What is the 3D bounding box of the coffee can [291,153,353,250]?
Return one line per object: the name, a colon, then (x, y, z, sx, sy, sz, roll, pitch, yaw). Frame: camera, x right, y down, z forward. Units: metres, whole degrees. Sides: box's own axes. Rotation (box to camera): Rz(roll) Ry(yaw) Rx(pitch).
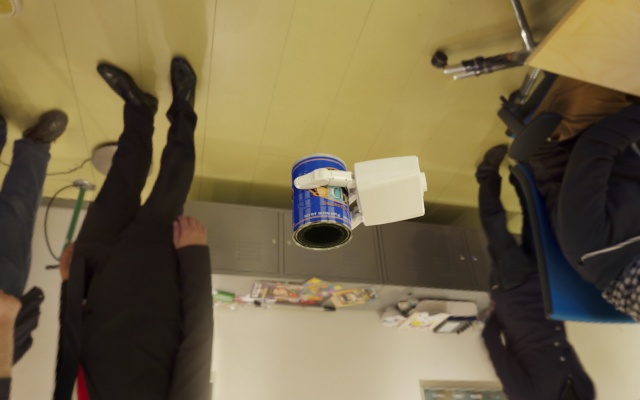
coffee can: (0.000, 0.003, 0.841, 0.103, 0.140, 0.103, -2, -32, -1)
